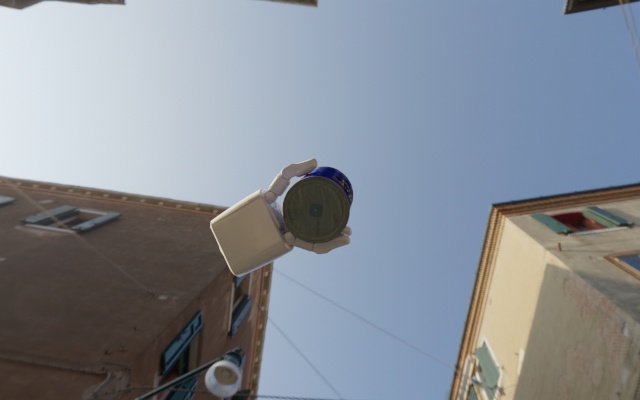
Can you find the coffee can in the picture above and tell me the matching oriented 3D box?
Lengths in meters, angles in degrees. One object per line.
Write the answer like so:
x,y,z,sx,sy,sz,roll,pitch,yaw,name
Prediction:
0.000,0.002,0.781,0.103,0.103,0.140,0,10,6,coffee can
